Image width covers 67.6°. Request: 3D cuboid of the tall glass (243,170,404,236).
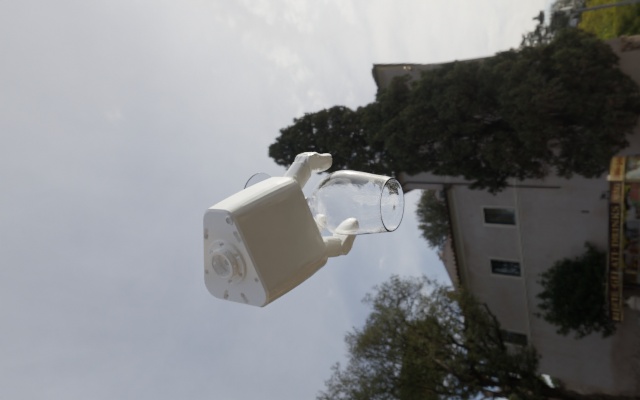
[{"bbox_3d":[0.000,0.002,0.594,0.201,0.079,0.079,2,1,35],"label":"tall glass"}]
